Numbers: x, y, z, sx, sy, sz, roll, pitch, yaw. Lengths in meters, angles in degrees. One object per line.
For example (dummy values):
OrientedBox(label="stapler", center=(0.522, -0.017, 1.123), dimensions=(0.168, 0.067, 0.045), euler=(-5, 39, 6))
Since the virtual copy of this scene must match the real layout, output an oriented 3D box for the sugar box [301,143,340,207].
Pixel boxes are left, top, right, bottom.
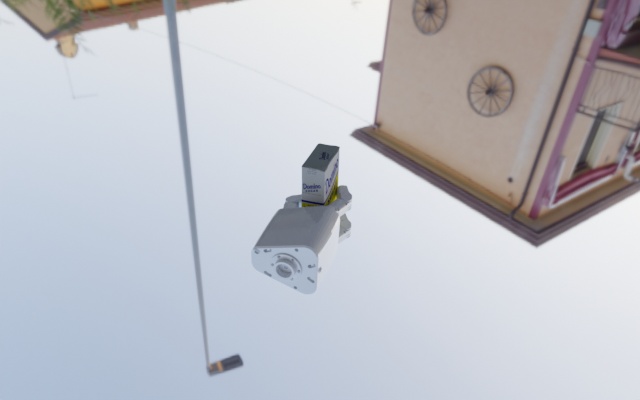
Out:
OrientedBox(label="sugar box", center=(0.001, 0.003, 0.808), dimensions=(0.048, 0.176, 0.093), euler=(12, 33, 12))
